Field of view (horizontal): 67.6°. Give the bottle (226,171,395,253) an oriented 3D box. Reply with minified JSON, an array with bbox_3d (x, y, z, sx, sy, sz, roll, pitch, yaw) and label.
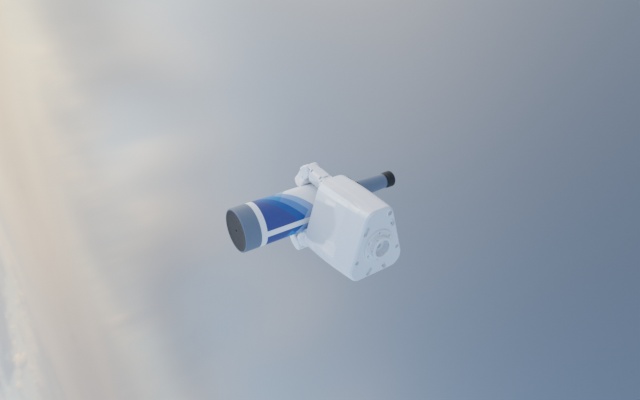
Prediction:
[{"bbox_3d":[0.000,0.002,0.752,0.295,0.069,0.069,-19,10,-30],"label":"bottle"}]
